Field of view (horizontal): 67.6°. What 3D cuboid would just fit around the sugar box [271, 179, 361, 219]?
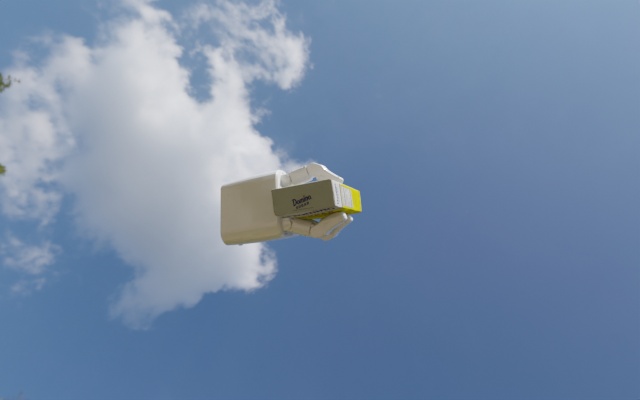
[{"bbox_3d":[0.000,0.003,0.742,0.093,0.048,0.176,-10,-4,17],"label":"sugar box"}]
